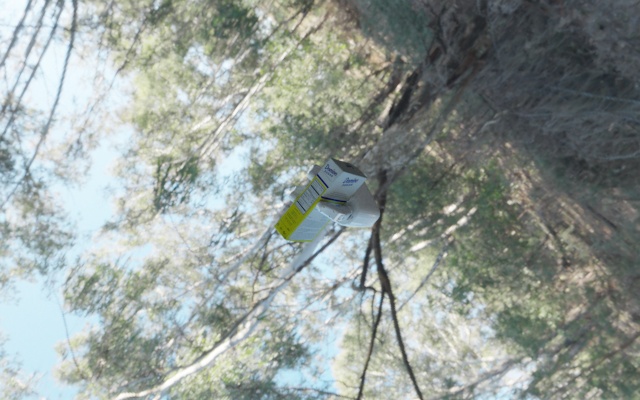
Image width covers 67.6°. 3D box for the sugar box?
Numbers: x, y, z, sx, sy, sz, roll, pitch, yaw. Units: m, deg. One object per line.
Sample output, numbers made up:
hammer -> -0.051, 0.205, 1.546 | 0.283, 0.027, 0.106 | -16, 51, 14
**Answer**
sugar box -> 0.000, 0.003, 0.900 | 0.048, 0.176, 0.093 | 48, 19, 28
